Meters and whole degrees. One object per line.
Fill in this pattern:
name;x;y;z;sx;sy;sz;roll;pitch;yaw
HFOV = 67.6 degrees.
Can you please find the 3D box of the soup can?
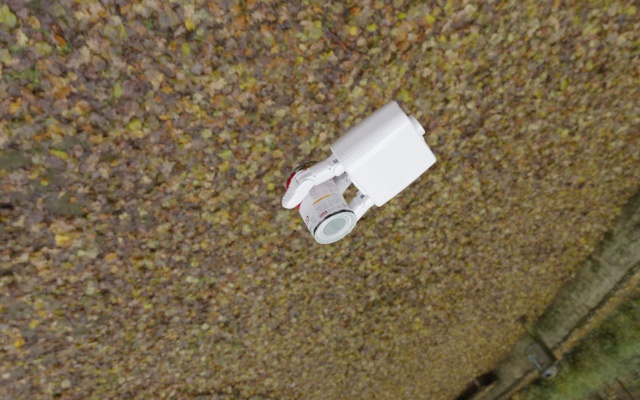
soup can;0.000;0.003;0.680;0.068;0.102;0.069;-20;-36;-15
